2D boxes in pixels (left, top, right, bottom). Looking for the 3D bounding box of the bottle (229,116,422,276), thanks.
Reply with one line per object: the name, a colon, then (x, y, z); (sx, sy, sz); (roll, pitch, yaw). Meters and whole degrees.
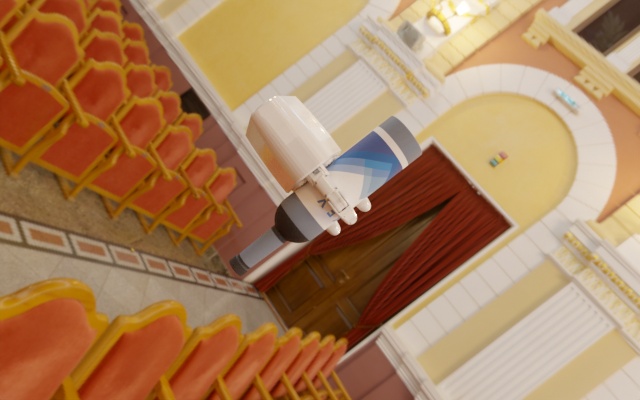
bottle: (0.000, 0.002, 0.647); (0.296, 0.069, 0.069); (-38, -1, 1)
